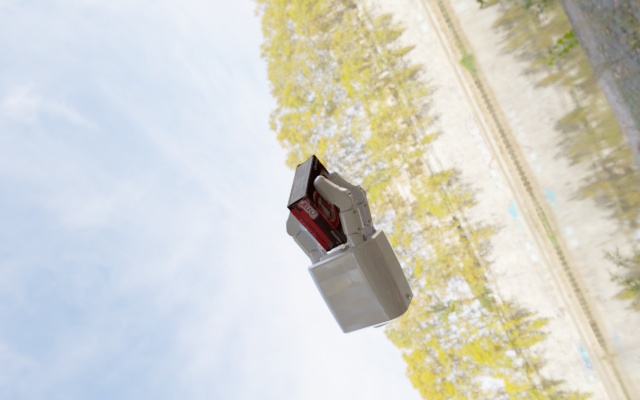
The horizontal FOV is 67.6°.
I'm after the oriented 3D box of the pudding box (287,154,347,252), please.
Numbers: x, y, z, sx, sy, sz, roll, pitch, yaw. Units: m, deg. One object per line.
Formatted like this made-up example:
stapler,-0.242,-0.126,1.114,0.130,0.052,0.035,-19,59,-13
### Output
pudding box,0.000,0.002,0.654,0.039,0.090,0.113,-30,26,20
